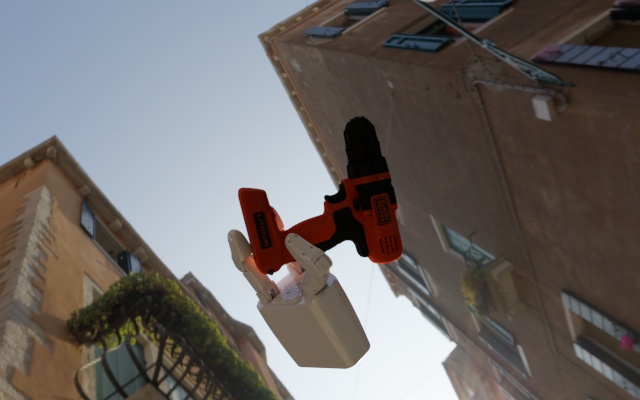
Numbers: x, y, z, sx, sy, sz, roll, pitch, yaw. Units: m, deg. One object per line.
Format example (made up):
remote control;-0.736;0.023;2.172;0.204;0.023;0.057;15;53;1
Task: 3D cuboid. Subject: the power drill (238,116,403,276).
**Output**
power drill;0.000;0.002;0.576;0.187;0.184;0.057;-13;1;-11
